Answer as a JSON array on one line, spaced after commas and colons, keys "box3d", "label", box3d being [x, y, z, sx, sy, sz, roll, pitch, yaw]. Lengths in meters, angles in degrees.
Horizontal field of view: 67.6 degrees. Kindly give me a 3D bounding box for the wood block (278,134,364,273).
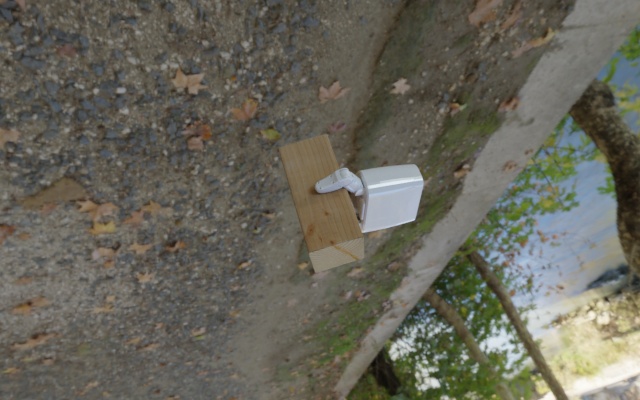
[{"box3d": [0.001, 0.003, 0.812, 0.090, 0.206, 0.091, -16, -29, -3], "label": "wood block"}]
